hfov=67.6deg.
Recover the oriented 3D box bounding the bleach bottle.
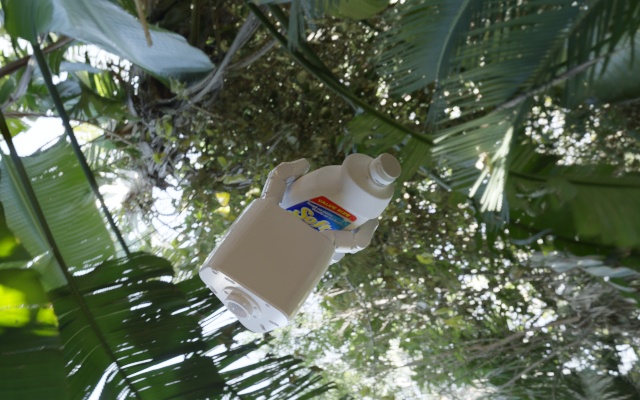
[{"bbox_3d":[0.000,0.002,0.595,0.251,0.102,0.068,-33,17,50],"label":"bleach bottle"}]
